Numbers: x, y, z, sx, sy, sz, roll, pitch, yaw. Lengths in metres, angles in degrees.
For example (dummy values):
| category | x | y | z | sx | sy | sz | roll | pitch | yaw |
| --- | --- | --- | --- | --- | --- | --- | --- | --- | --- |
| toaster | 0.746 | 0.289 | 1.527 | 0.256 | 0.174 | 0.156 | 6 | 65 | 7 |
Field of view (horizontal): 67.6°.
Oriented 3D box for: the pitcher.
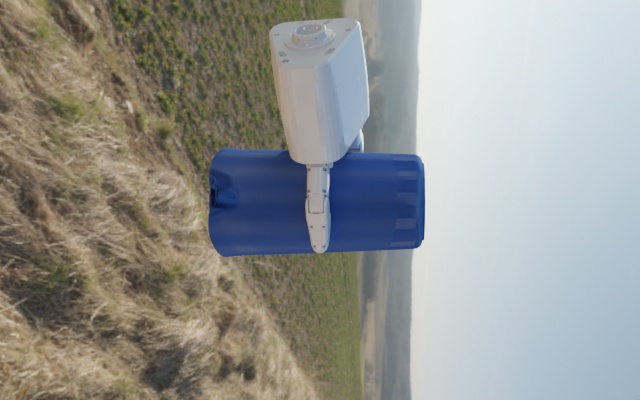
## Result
| category | x | y | z | sx | sy | sz | roll | pitch | yaw |
| --- | --- | --- | --- | --- | --- | --- | --- | --- | --- |
| pitcher | 0.000 | 0.002 | 0.574 | 0.243 | 0.145 | 0.149 | 0 | 40 | 10 |
